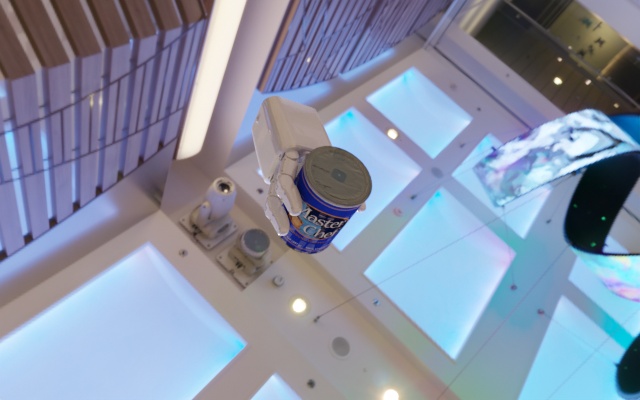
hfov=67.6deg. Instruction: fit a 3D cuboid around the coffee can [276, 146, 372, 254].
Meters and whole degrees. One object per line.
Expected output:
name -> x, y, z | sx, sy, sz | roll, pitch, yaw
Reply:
coffee can -> 0.000, 0.002, 0.710 | 0.103, 0.102, 0.140 | 0, -33, -27
